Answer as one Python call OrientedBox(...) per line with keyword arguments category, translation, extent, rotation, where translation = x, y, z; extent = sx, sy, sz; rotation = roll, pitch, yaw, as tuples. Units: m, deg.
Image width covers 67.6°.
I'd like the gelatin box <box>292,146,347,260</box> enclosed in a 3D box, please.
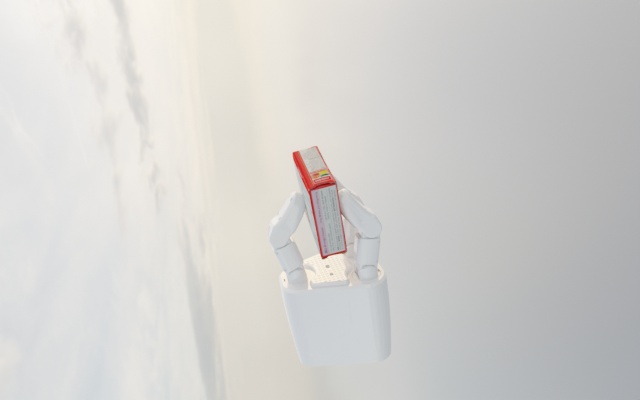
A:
OrientedBox(category="gelatin box", translation=(0.000, 0.001, 0.477), extent=(0.030, 0.089, 0.073), rotation=(-16, 36, -6))
